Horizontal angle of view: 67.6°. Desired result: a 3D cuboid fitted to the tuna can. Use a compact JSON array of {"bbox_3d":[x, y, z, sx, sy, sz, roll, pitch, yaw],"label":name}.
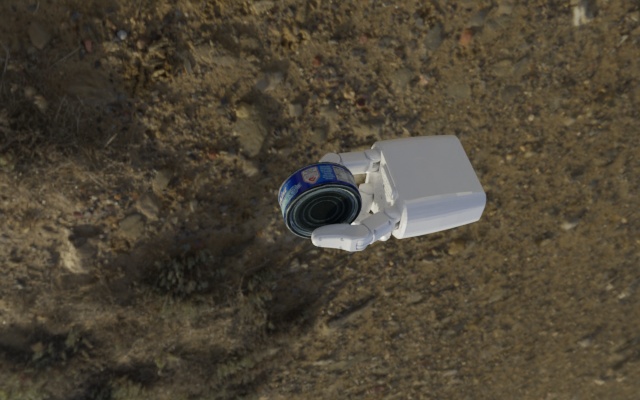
[{"bbox_3d":[0.000,0.002,0.506,0.086,0.033,0.086,-10,-42,-9],"label":"tuna can"}]
